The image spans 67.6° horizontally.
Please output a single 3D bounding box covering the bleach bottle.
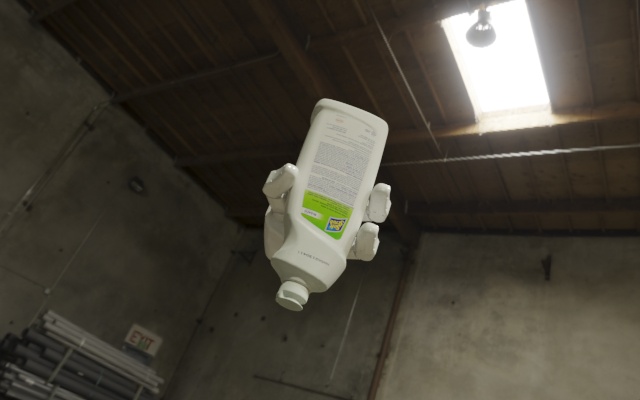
[{"bbox_3d":[0.000,0.002,0.544,0.102,0.250,0.068,20,-31,3],"label":"bleach bottle"}]
